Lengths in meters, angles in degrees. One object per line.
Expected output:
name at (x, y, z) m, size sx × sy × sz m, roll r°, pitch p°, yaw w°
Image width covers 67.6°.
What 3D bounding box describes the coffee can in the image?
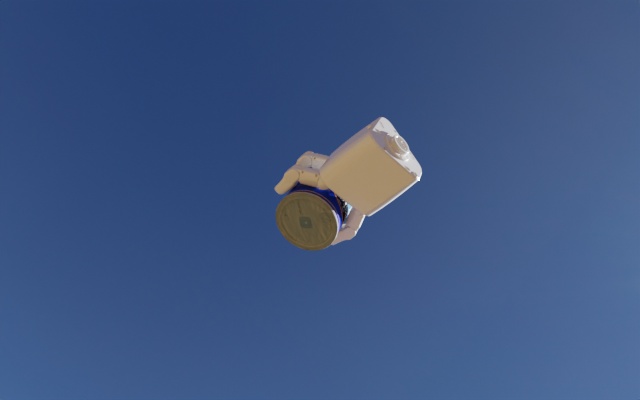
coffee can at (0.000, 0.003, 0.791) m, size 0.103 × 0.103 × 0.140 m, roll 0°, pitch 28°, yaw 22°
